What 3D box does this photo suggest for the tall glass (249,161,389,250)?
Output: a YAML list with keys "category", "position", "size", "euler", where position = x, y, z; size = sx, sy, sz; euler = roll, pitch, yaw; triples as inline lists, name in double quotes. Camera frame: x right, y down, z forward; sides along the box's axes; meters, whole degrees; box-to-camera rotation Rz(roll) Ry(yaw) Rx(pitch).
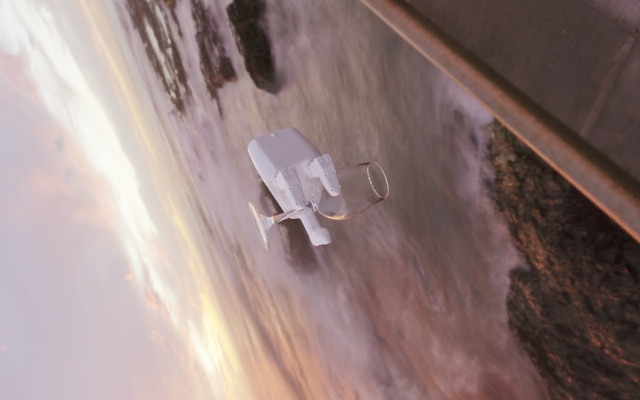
- category: "tall glass"
  position: [0.000, 0.003, 0.713]
  size: [0.201, 0.079, 0.079]
  euler: [-21, 6, -16]
